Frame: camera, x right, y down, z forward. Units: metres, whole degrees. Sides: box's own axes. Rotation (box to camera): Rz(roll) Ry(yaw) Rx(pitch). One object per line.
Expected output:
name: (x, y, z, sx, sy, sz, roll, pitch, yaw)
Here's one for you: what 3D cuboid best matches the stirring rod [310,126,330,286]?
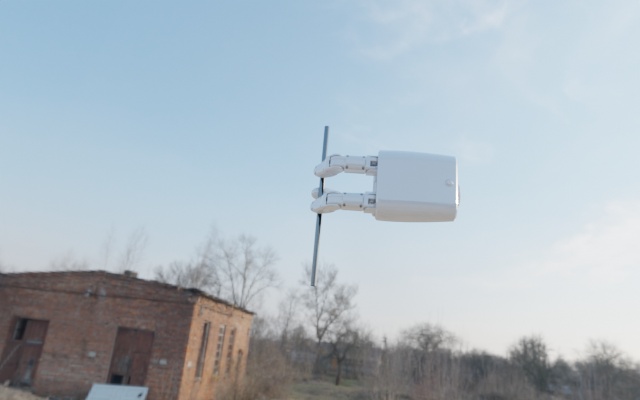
stirring rod: (0.000, 0.002, 0.685, 0.011, 0.239, 0.011, 5, -18, 2)
